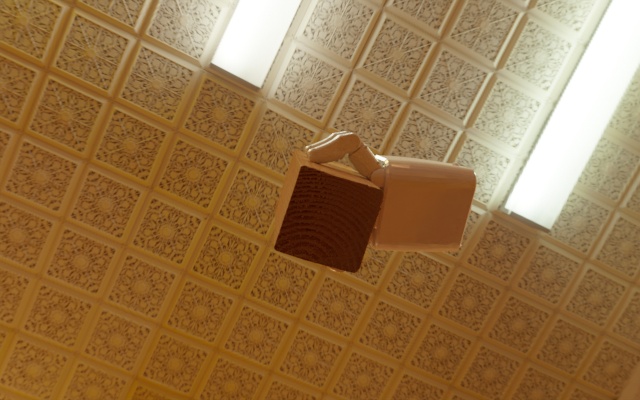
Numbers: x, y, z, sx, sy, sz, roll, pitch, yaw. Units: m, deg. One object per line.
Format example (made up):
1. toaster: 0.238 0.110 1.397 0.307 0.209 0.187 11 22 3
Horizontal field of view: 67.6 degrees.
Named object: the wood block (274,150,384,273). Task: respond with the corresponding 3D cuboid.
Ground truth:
1. wood block: 0.000 0.002 0.565 0.090 0.091 0.206 17 8 -8
